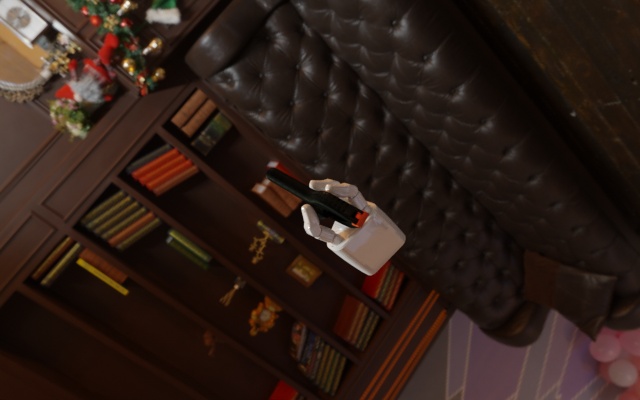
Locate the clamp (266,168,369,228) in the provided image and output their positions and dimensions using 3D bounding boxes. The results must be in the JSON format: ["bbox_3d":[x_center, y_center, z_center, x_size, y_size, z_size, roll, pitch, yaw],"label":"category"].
[{"bbox_3d":[0.000,0.004,0.839,0.165,0.036,0.210,37,-11,-32],"label":"clamp"}]
